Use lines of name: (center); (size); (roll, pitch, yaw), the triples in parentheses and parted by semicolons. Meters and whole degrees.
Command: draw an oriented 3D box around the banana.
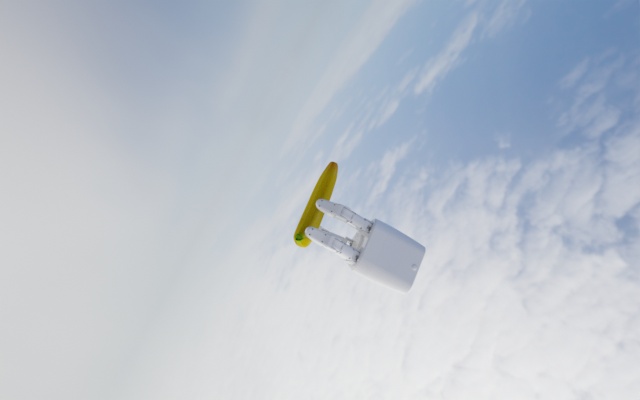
banana: (-0.007, 0.015, 0.843); (0.037, 0.197, 0.070); (27, -41, -5)
